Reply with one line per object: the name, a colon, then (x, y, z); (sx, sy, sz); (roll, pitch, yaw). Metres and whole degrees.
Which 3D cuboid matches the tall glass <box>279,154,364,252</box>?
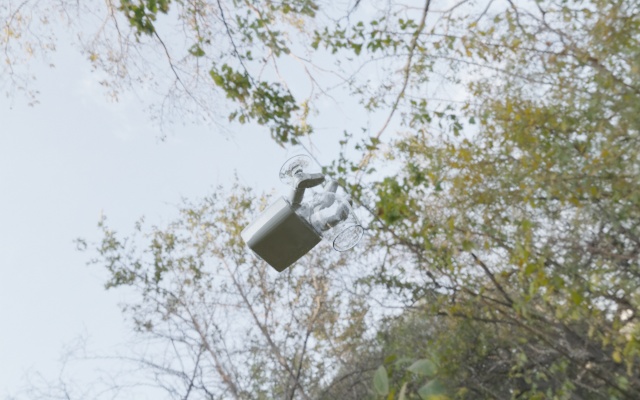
tall glass: (0.000, 0.002, 0.873); (0.079, 0.079, 0.201); (0, 39, -39)
